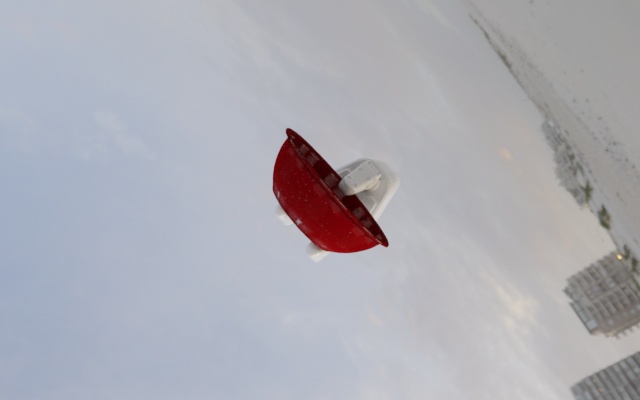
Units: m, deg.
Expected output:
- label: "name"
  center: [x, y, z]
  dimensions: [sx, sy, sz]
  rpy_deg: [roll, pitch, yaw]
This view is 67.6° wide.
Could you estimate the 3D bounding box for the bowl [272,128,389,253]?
- label: "bowl"
  center: [-0.001, 0.002, 0.502]
  dimensions: [0.055, 0.162, 0.162]
  rpy_deg: [-41, -7, 8]
